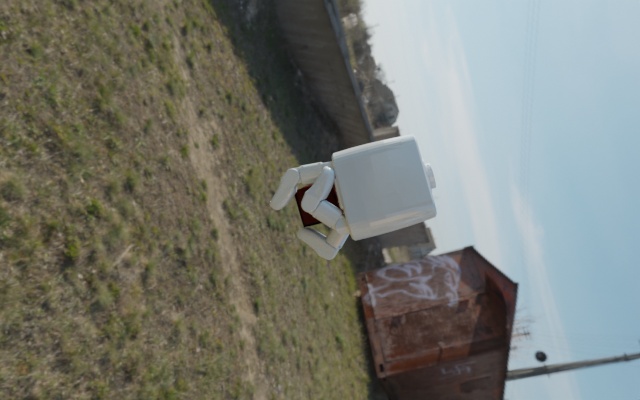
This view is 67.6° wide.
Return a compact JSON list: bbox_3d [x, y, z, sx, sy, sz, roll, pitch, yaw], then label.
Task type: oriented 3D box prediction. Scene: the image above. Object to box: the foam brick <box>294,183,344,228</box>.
[{"bbox_3d":[0.000,0.002,0.657,0.051,0.053,0.078,-15,4,8],"label":"foam brick"}]
